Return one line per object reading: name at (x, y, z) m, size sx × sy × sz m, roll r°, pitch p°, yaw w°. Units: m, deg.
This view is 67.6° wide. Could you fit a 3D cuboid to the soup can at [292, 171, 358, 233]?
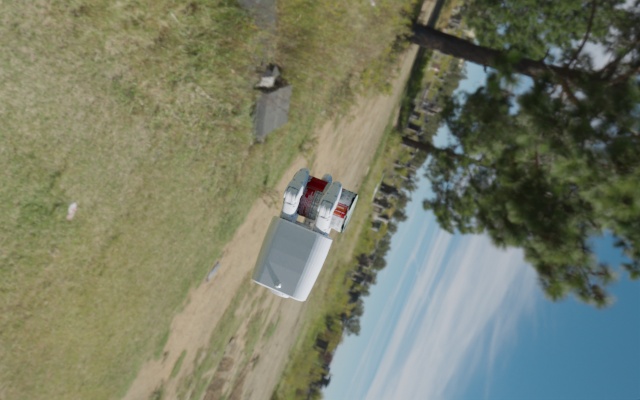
soup can at (0.001, 0.002, 0.756) m, size 0.102 × 0.068 × 0.068 m, roll 22°, pitch 3°, yaw 8°
